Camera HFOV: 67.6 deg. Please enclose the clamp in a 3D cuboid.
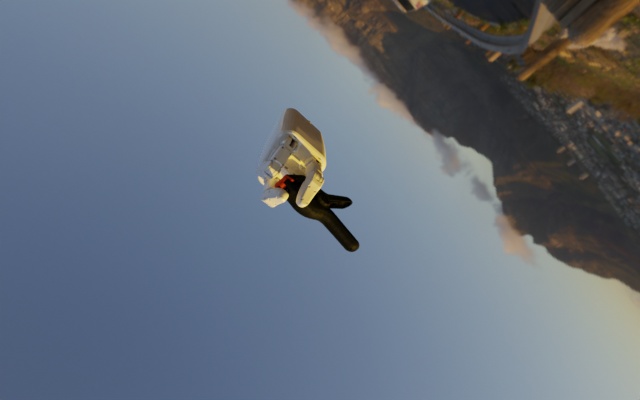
[{"bbox_3d":[0.000,0.003,0.796,0.171,0.039,0.120,40,24,-24],"label":"clamp"}]
